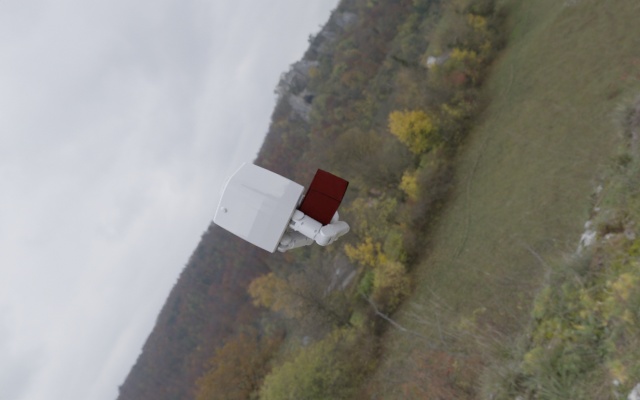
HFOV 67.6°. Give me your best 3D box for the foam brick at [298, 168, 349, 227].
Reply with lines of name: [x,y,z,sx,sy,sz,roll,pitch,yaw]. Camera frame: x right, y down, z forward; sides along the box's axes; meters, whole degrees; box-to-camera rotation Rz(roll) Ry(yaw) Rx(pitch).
foam brick: [0.000,0.002,0.715,0.051,0.078,0.053,26,39,-2]
